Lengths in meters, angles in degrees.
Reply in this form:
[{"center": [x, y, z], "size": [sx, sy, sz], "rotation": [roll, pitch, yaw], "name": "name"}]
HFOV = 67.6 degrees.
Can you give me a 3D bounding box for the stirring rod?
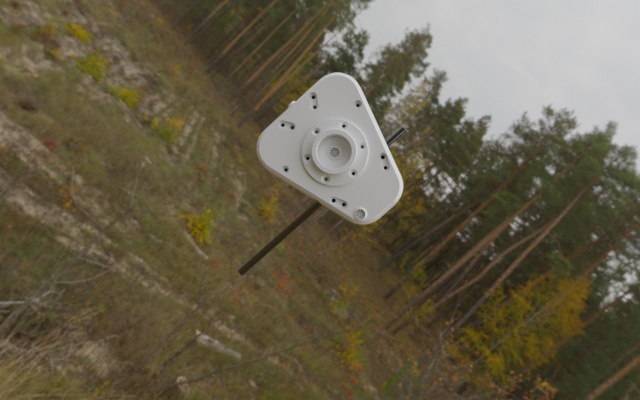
[{"center": [0.000, 0.002, 0.526], "size": [0.239, 0.011, 0.011], "rotation": [-41, -4, 4], "name": "stirring rod"}]
